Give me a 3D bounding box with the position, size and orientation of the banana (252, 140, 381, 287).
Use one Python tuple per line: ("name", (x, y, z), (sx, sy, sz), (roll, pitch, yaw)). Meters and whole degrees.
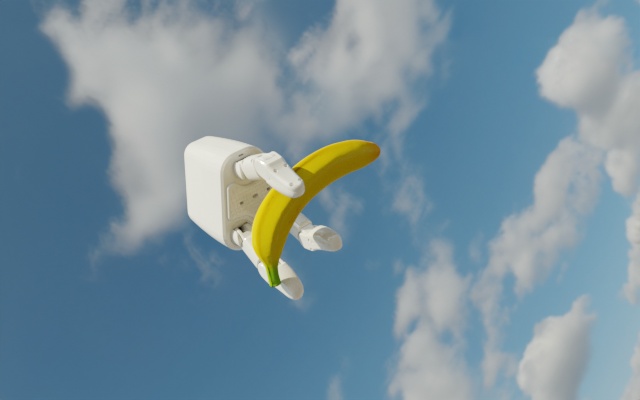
("banana", (-0.011, -0.008, 0.497), (0.037, 0.197, 0.070), (16, -30, 49))
